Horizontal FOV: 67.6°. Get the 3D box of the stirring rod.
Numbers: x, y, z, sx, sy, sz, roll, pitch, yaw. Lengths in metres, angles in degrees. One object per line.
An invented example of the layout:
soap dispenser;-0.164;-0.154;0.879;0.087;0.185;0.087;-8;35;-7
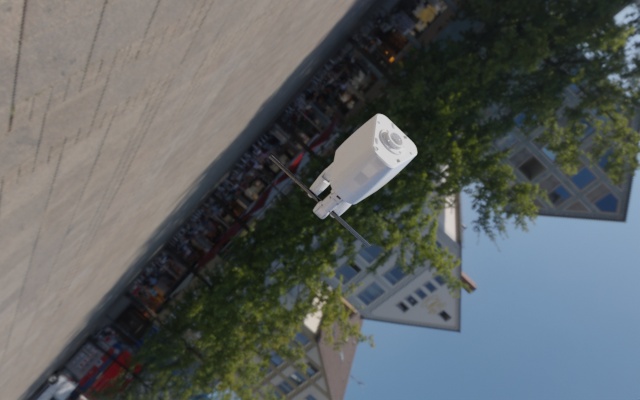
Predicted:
stirring rod;0.000;0.003;0.846;0.239;0.011;0.011;42;-6;-6
